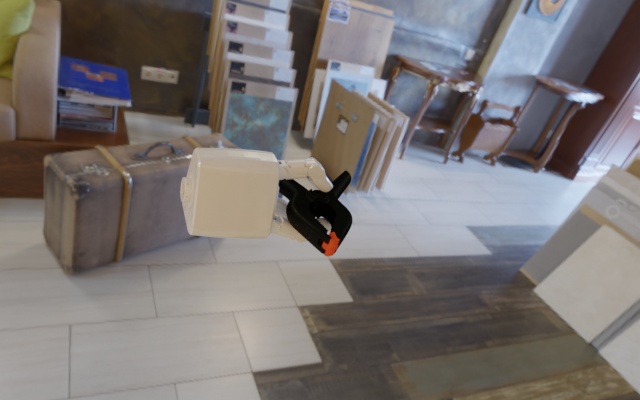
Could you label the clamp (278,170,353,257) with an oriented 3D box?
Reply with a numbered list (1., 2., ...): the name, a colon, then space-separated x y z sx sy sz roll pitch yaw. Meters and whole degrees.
1. clamp: 0.000 0.002 0.693 0.164 0.036 0.209 3 34 -26
